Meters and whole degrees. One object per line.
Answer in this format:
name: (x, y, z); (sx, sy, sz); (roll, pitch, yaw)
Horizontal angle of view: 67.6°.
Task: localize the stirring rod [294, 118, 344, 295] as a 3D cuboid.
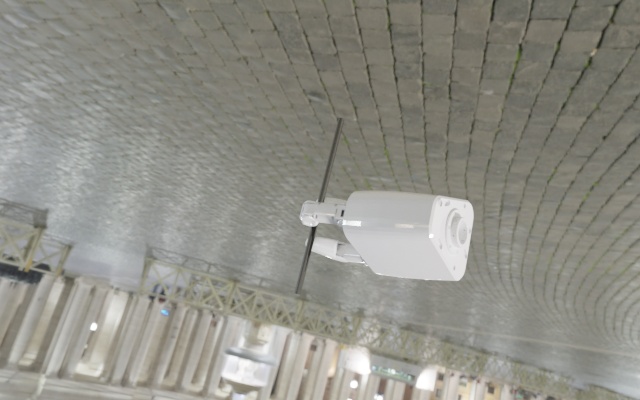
stirring rod: (0.000, 0.002, 0.616); (0.011, 0.239, 0.011); (13, -15, 4)
